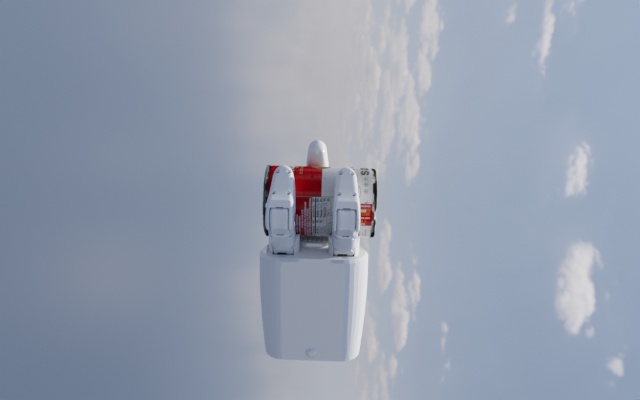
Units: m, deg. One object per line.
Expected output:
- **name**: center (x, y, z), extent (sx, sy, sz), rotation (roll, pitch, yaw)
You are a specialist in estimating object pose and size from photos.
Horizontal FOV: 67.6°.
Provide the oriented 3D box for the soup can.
- **soup can**: center (0.000, 0.001, 0.452), extent (0.102, 0.068, 0.068), rotation (2, 0, 1)
